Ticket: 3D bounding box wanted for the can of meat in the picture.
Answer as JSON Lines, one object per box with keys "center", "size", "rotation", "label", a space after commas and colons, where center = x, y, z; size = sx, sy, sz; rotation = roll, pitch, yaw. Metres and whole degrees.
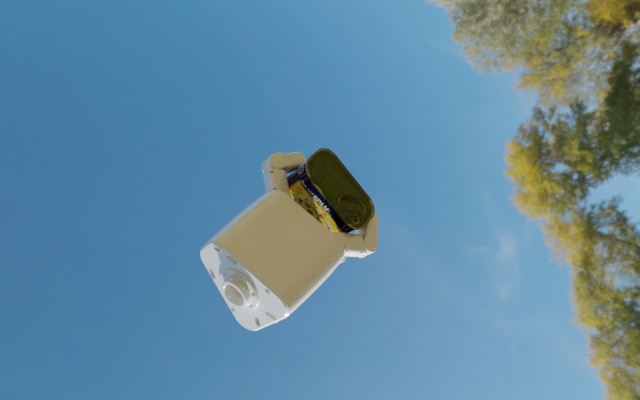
{"center": [0.000, 0.002, 0.575], "size": [0.084, 0.102, 0.057], "rotation": [-34, 8, 44], "label": "can of meat"}
